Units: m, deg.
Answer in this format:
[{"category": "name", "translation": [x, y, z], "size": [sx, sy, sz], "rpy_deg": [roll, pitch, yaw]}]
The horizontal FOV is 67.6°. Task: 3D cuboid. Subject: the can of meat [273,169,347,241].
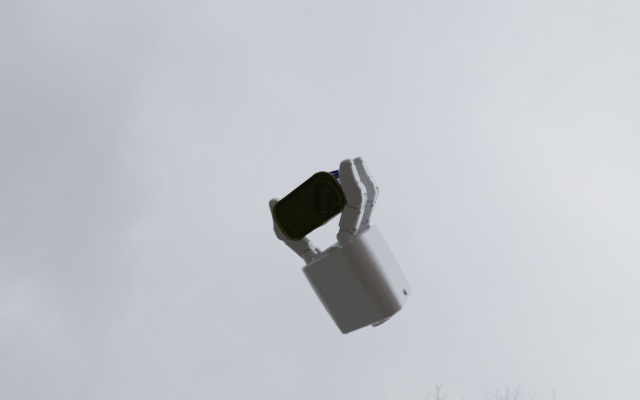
[{"category": "can of meat", "translation": [0.000, 0.002, 0.636], "size": [0.102, 0.057, 0.084], "rpy_deg": [-36, -7, 24]}]
